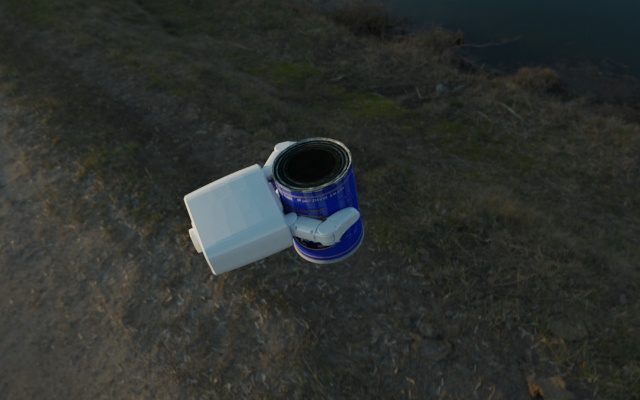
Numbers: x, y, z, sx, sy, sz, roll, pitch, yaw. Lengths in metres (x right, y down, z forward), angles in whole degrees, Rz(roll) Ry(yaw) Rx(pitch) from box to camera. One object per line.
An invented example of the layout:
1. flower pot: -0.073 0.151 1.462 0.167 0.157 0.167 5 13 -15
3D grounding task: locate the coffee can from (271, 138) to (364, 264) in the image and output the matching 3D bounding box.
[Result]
1. coffee can: 0.000 0.002 0.642 0.103 0.140 0.102 -7 44 7
